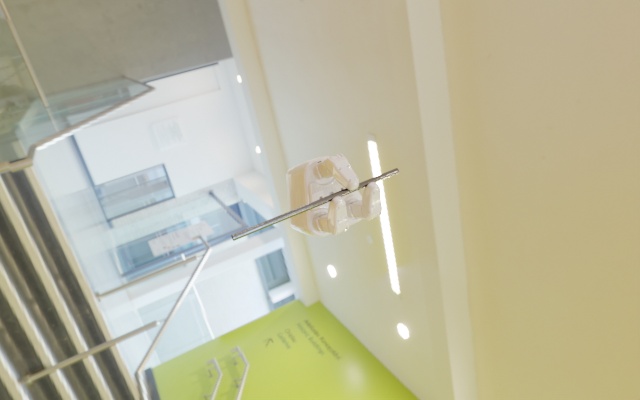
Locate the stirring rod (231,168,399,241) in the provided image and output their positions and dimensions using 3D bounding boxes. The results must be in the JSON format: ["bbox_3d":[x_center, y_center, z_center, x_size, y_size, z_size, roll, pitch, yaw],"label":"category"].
[{"bbox_3d":[0.000,0.002,0.608,0.239,0.011,0.011,-22,8,-20],"label":"stirring rod"}]
